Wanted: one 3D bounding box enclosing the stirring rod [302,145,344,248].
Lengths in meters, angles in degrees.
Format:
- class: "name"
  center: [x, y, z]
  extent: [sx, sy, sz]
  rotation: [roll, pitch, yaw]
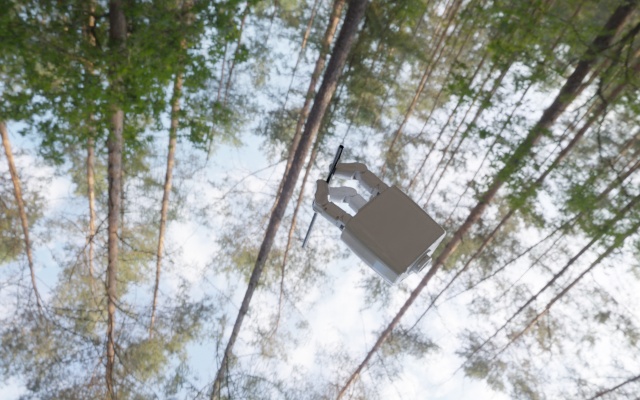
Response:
- class: "stirring rod"
  center: [0.000, 0.003, 0.769]
  extent: [0.011, 0.011, 0.240]
  rotation: [0, -42, -20]
